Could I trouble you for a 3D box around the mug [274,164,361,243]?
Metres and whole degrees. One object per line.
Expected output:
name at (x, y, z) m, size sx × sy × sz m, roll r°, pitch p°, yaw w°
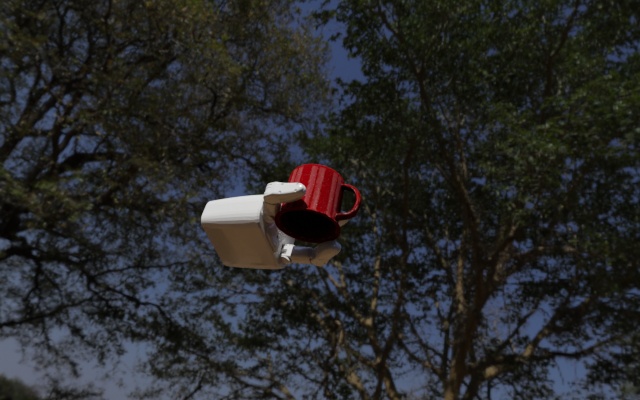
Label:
mug at (0.001, 0.002, 0.670) m, size 0.117 × 0.081 × 0.093 m, roll -3°, pitch -35°, yaw 23°
